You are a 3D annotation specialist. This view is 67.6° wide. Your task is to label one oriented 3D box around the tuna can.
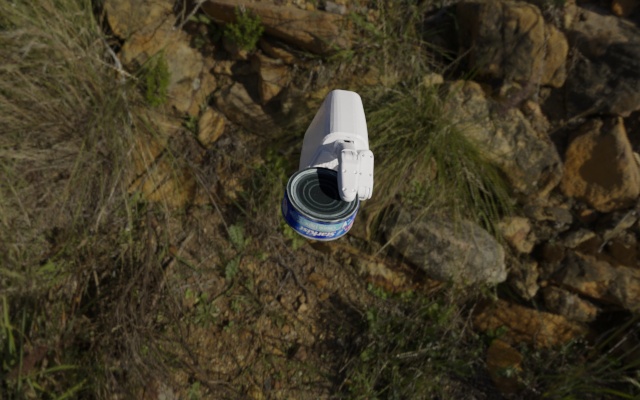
[{"bbox_3d":[0.000,0.001,0.541,0.086,0.086,0.034,0,-41,-15],"label":"tuna can"}]
